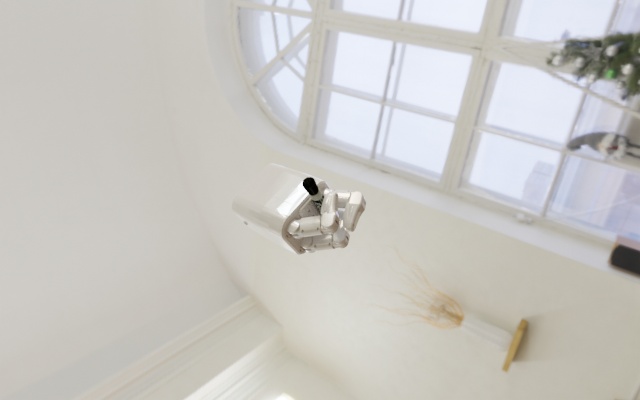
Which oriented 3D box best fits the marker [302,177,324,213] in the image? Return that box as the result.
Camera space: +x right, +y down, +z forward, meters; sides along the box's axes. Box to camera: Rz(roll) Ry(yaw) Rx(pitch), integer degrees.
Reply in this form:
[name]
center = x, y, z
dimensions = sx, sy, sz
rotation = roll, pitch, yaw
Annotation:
[marker]
center = 0.000, 0.002, 0.688
dimensions = 0.020, 0.020, 0.121
rotation = 0, -28, 20
